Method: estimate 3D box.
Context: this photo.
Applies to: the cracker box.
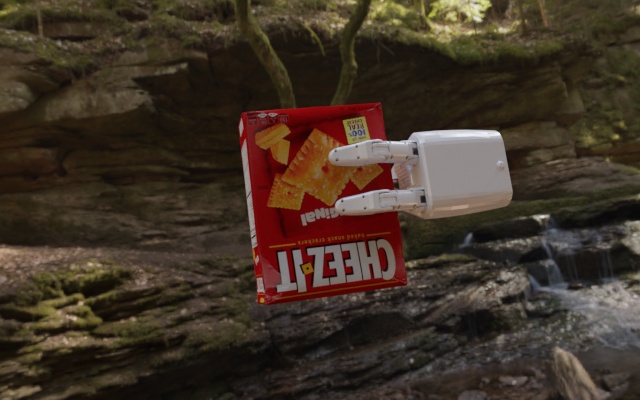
[{"bbox_3d":[0.000,0.002,0.548,0.164,0.213,0.072,-6,-8,-13],"label":"cracker box"}]
